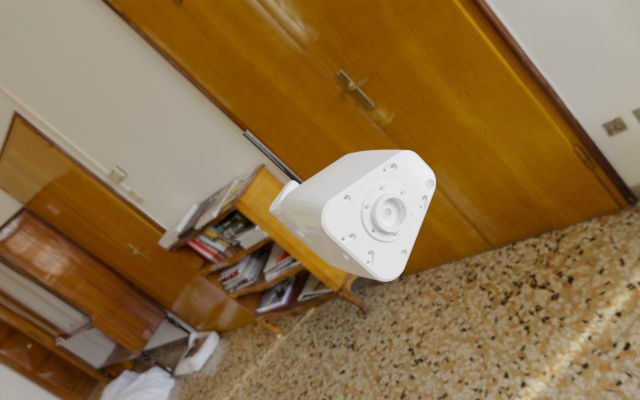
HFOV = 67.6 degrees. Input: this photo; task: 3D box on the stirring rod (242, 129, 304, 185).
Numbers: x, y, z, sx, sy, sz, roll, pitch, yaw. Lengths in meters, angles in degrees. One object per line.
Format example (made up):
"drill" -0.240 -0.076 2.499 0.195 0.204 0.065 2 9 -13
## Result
"stirring rod" 0.000 0.002 0.566 0.239 0.011 0.011 43 -16 -18
